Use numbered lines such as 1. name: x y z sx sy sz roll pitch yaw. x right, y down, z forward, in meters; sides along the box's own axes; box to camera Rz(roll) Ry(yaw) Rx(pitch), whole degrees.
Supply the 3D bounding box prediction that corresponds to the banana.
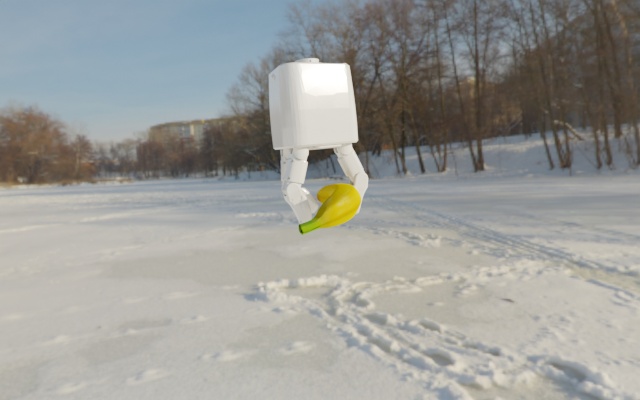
1. banana: 0.018 0.000 0.609 0.069 0.037 0.197 -7 9 8
